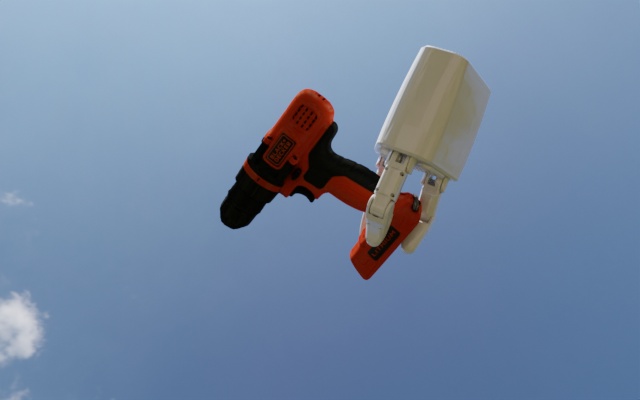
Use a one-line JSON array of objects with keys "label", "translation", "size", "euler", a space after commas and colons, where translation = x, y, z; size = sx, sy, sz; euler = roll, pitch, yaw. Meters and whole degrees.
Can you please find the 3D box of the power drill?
[{"label": "power drill", "translation": [0.001, 0.002, 0.525], "size": [0.187, 0.184, 0.057], "euler": [37, 21, -4]}]
